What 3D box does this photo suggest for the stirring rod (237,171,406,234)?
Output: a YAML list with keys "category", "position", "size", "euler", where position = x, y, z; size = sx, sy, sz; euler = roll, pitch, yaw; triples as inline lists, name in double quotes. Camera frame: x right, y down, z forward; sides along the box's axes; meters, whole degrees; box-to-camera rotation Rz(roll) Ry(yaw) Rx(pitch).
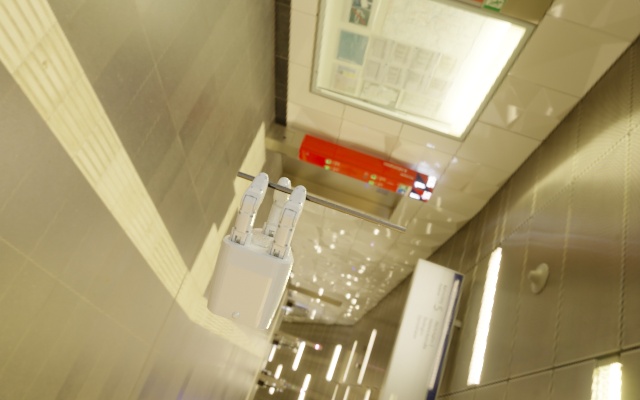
- category: "stirring rod"
  position: [0.000, 0.002, 0.649]
  size: [0.239, 0.011, 0.011]
  euler: [19, 1, 4]
